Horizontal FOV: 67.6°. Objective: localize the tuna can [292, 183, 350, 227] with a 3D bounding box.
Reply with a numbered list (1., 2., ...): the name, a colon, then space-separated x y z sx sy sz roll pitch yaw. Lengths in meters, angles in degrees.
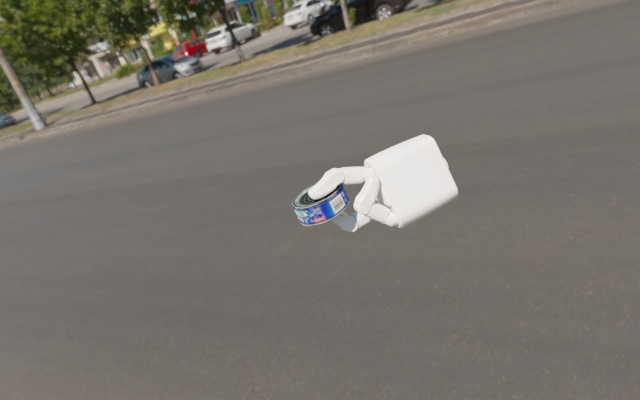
1. tuna can: 0.000 0.002 0.741 0.086 0.034 0.086 -22 22 10
